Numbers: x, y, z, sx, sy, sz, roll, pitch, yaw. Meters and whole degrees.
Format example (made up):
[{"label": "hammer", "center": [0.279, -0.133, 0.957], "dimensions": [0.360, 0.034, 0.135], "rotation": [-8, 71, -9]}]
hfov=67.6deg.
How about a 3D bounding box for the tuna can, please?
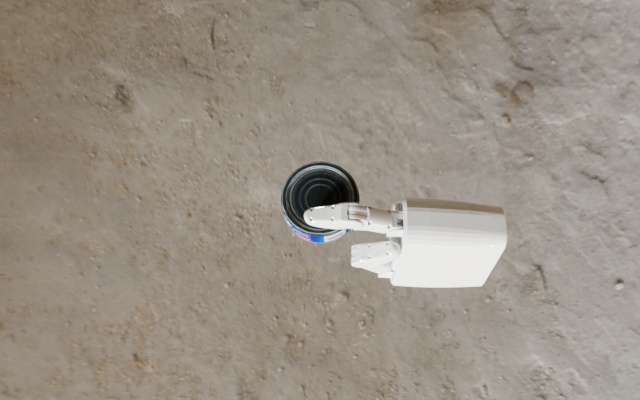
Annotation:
[{"label": "tuna can", "center": [0.000, 0.002, 0.521], "dimensions": [0.086, 0.086, 0.034], "rotation": [0, -19, 2]}]
